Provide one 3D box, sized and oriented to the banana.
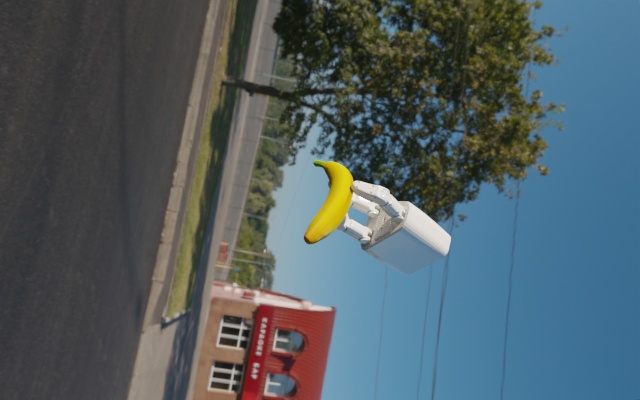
[{"bbox_3d":[0.018,-0.004,0.746,0.069,0.037,0.197,-15,35,17],"label":"banana"}]
